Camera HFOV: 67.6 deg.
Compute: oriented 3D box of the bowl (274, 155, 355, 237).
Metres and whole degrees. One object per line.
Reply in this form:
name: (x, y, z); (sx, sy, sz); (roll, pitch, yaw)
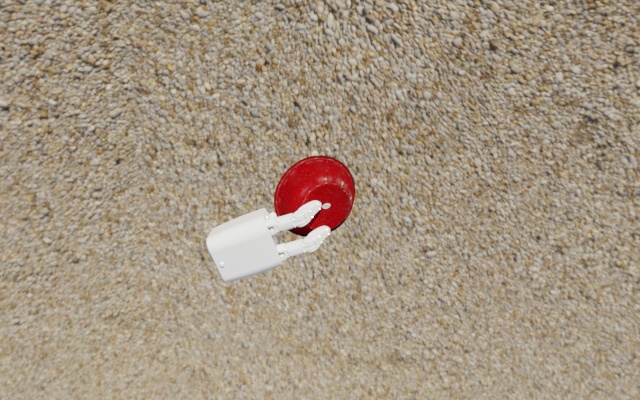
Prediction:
bowl: (0.001, 0.002, 0.863); (0.162, 0.162, 0.055); (0, 21, -23)
